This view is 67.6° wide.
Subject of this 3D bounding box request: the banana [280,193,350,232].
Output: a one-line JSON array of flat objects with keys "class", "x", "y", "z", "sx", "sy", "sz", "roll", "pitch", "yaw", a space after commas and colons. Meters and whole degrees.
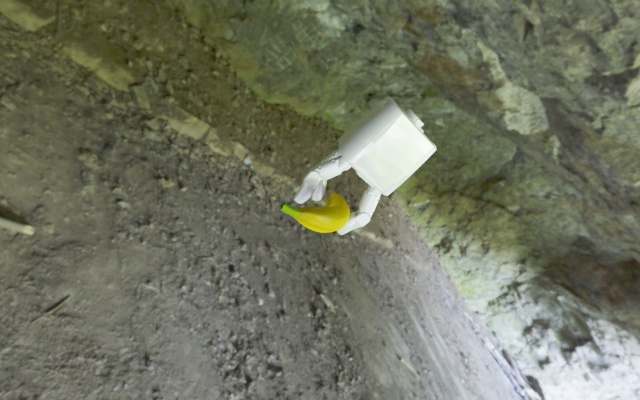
[{"class": "banana", "x": 0.011, "y": 0.016, "z": 0.721, "sx": 0.037, "sy": 0.069, "sz": 0.198, "roll": -47, "pitch": -13, "yaw": 17}]
